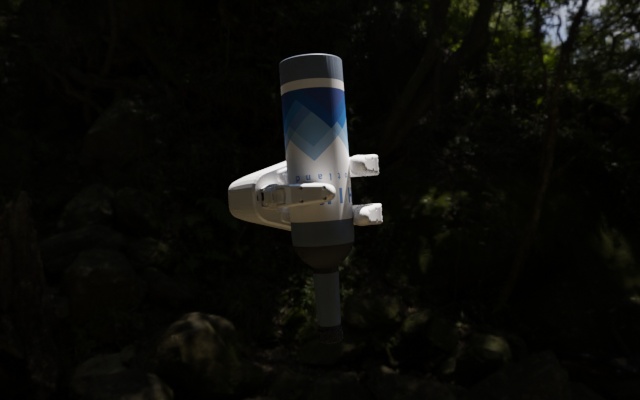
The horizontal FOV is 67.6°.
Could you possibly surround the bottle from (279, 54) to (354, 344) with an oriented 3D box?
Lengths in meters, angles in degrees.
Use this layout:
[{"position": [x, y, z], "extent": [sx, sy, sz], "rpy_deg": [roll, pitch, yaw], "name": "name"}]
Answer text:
[{"position": [0.000, 0.001, 0.506], "extent": [0.069, 0.295, 0.069], "rpy_deg": [-4, 1, 0], "name": "bottle"}]
